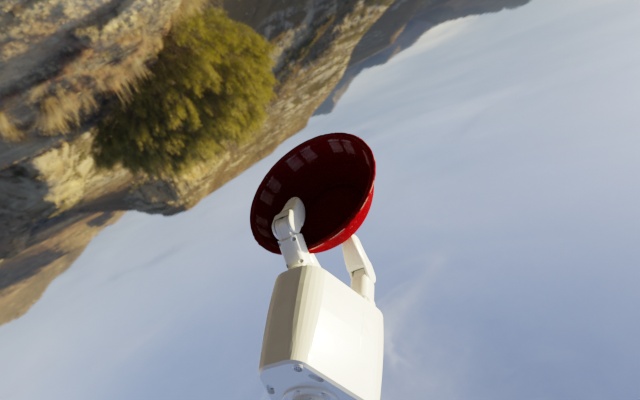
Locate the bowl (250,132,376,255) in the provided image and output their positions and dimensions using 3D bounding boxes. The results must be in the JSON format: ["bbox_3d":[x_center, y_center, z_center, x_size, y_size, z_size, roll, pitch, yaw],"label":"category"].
[{"bbox_3d":[0.001,0.001,0.542,0.162,0.162,0.055,0,-33,37],"label":"bowl"}]
